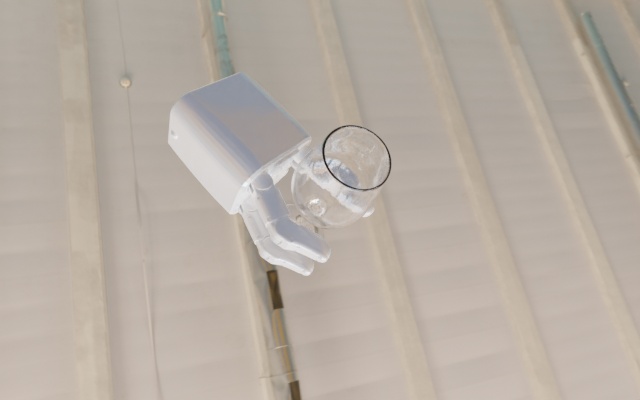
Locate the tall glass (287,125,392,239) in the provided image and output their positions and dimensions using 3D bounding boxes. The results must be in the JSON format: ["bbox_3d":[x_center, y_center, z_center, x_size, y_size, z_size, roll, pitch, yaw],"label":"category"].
[{"bbox_3d":[0.000,0.002,0.481,0.079,0.079,0.201,0,-22,-20],"label":"tall glass"}]
